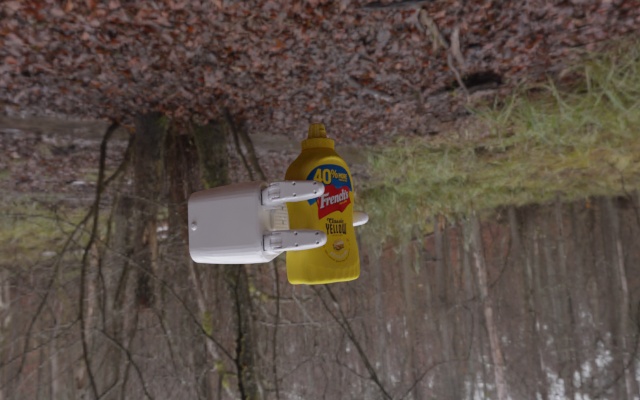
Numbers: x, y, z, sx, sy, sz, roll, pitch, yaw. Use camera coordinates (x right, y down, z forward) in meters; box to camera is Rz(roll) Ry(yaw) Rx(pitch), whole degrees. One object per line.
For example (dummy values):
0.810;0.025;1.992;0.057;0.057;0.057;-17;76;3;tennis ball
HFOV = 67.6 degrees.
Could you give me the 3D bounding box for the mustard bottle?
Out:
0.000;0.002;0.577;0.096;0.191;0.058;2;-9;-42;mustard bottle
